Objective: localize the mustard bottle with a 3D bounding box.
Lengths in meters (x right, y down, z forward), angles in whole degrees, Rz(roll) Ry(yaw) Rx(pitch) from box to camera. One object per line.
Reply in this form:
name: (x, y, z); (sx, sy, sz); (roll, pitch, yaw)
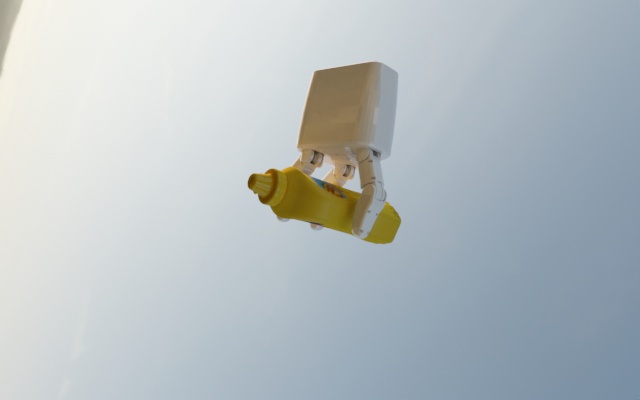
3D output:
mustard bottle: (0.000, 0.002, 0.562); (0.192, 0.058, 0.096); (18, 9, -37)
